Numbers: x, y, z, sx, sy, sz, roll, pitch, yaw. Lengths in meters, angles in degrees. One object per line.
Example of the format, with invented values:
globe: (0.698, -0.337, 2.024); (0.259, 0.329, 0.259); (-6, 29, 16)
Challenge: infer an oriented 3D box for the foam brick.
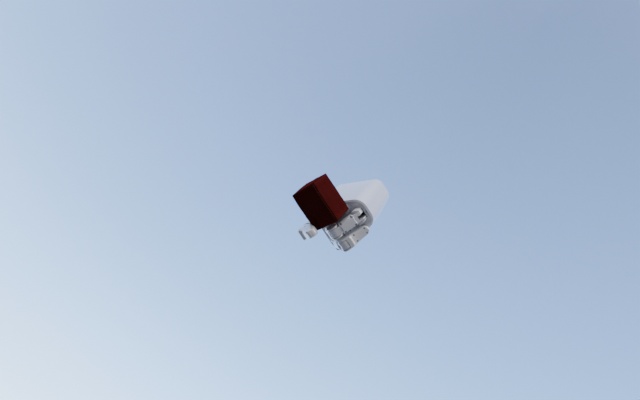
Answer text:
foam brick: (0.000, 0.002, 0.825); (0.053, 0.078, 0.051); (-27, 11, 36)
